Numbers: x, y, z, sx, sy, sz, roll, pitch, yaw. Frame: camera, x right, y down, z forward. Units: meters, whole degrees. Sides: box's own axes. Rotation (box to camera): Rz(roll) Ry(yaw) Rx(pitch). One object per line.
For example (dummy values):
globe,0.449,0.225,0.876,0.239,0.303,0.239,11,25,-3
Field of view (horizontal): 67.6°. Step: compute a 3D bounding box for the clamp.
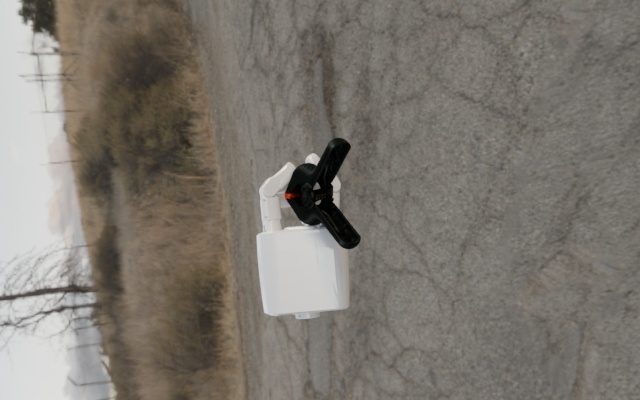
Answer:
clamp,-0.001,0.002,0.578,0.039,0.120,0.171,-2,-7,-21
